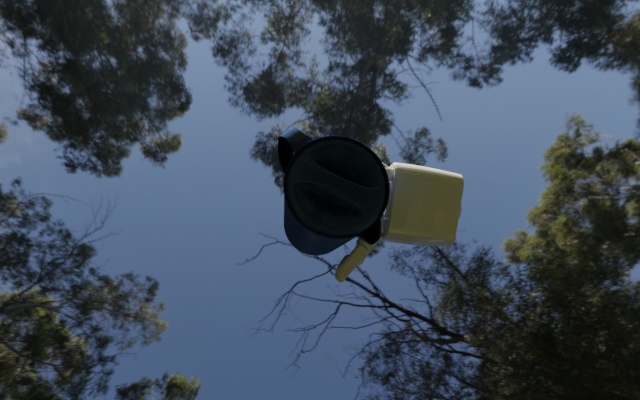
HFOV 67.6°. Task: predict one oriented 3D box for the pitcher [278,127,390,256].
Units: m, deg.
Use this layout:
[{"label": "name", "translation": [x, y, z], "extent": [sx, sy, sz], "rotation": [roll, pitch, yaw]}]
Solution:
[{"label": "pitcher", "translation": [0.000, 0.002, 0.697], "extent": [0.145, 0.149, 0.243], "rotation": [7, -16, -6]}]
